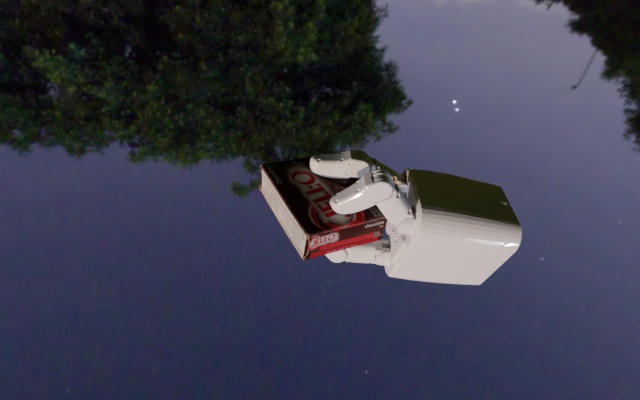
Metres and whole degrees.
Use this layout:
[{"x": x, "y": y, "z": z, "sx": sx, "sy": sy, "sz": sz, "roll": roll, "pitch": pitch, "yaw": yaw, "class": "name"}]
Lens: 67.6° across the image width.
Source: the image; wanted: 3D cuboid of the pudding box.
[{"x": 0.000, "y": 0.002, "z": 0.479, "sx": 0.090, "sy": 0.039, "sz": 0.113, "roll": -11, "pitch": 42, "yaw": -28, "class": "pudding box"}]
